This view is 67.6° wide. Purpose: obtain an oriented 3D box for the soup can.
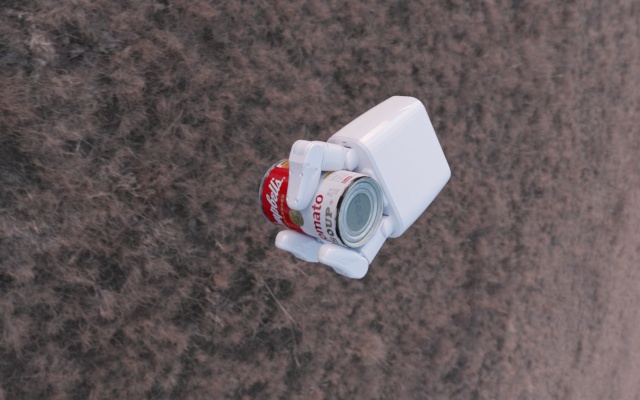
[{"bbox_3d":[0.000,0.002,0.454,0.102,0.068,0.068,15,10,41],"label":"soup can"}]
